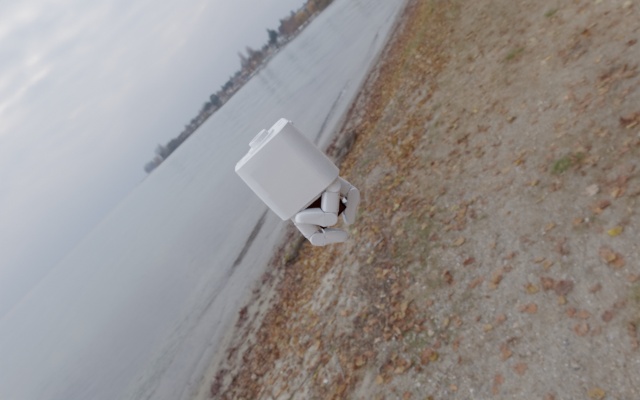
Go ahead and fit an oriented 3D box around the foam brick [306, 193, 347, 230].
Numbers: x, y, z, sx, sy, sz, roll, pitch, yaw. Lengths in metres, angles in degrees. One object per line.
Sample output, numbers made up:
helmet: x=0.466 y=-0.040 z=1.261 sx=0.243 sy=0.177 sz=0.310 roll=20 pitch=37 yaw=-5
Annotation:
foam brick: x=0.000 y=0.003 z=0.756 sx=0.051 sy=0.053 sz=0.078 roll=44 pitch=3 yaw=-16
